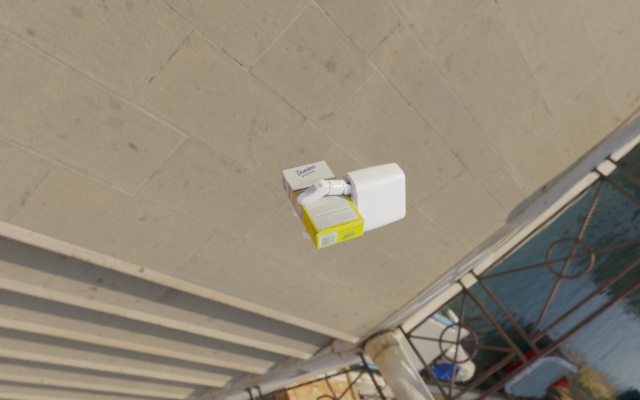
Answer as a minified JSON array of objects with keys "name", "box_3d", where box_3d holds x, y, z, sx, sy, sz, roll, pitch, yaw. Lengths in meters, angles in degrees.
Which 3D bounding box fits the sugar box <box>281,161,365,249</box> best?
[{"name":"sugar box","box_3d":[0.000,0.003,0.883,0.093,0.048,0.176,-15,45,-18]}]
